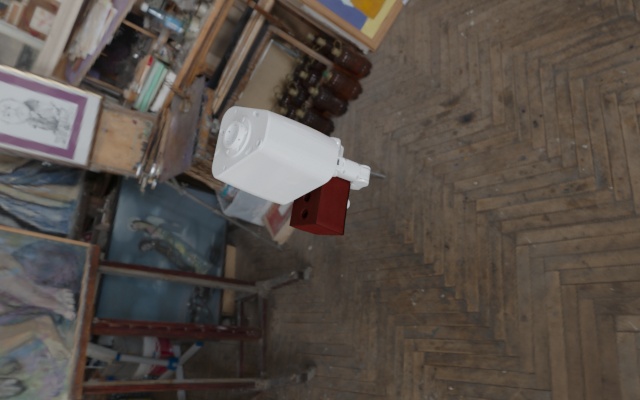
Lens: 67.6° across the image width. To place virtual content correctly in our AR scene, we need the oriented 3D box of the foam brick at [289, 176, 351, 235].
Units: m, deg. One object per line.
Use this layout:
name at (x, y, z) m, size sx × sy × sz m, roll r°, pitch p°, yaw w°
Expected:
foam brick at (0.000, 0.002, 0.613) m, size 0.051 × 0.078 × 0.053 m, roll 21°, pitch -18°, yaw -41°
